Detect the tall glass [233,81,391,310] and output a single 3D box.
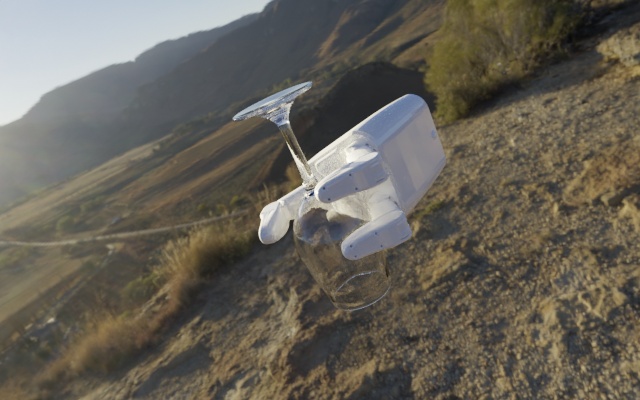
[{"bbox_3d":[0.000,0.001,0.430,0.079,0.201,0.079,-22,19,8],"label":"tall glass"}]
